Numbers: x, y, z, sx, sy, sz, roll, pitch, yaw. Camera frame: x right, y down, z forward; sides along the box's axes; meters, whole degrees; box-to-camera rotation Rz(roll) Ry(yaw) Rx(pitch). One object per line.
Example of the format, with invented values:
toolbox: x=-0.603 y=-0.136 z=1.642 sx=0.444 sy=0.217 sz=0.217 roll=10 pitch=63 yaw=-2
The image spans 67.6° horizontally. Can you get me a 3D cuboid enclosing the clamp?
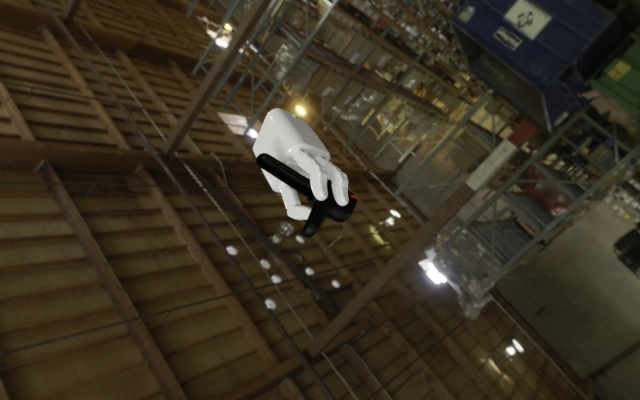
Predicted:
clamp: x=0.000 y=0.003 z=0.792 sx=0.210 sy=0.164 sz=0.036 roll=14 pitch=-52 yaw=-48
